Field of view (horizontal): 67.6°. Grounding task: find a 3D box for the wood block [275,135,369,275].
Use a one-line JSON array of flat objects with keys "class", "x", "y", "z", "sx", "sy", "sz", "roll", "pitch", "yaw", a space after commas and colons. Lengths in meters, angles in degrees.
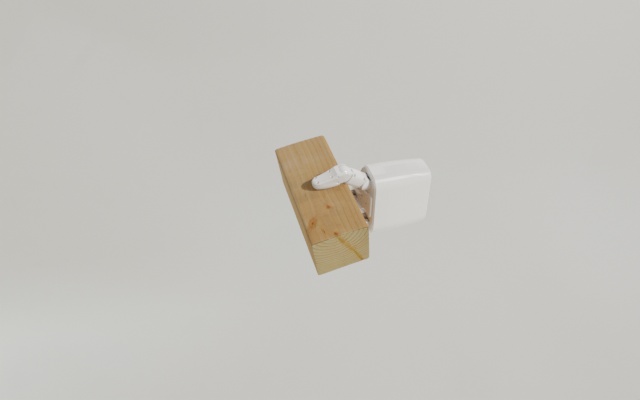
[{"class": "wood block", "x": 0.001, "y": 0.002, "z": 0.781, "sx": 0.090, "sy": 0.206, "sz": 0.091, "roll": -18, "pitch": -38, "yaw": -7}]
